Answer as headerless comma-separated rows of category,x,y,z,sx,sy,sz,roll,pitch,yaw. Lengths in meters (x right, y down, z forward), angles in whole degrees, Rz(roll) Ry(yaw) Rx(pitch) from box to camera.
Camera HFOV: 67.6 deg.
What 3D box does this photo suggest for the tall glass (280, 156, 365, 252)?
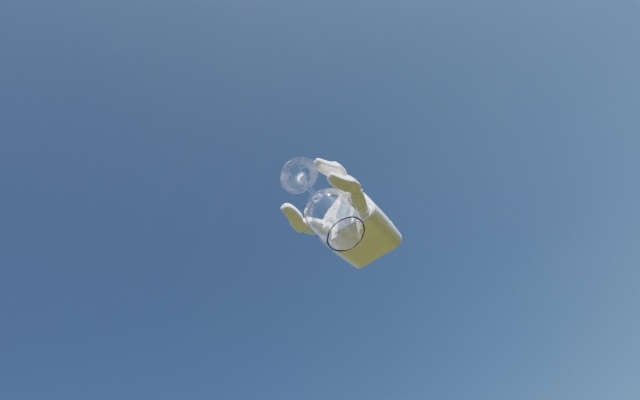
tall glass,0.000,0.002,0.783,0.079,0.079,0.201,0,29,-26
